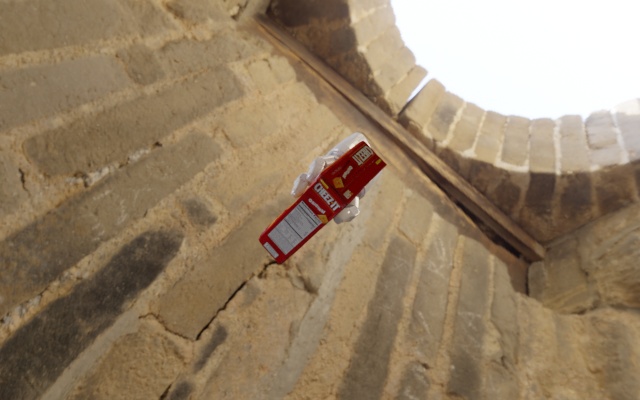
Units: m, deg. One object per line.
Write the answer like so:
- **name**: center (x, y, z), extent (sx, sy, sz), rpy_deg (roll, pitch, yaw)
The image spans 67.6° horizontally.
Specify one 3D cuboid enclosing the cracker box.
- **cracker box**: center (0.000, 0.003, 0.857), extent (0.214, 0.072, 0.164), rpy_deg (-44, -1, 41)
